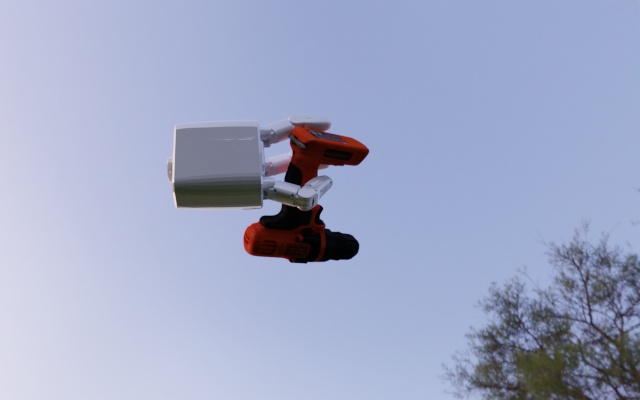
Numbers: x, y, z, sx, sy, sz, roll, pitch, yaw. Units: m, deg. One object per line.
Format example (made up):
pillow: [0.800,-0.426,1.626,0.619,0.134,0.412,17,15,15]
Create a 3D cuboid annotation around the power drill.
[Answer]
power drill: [0.000,0.002,0.662,0.184,0.188,0.057,7,21,-33]
